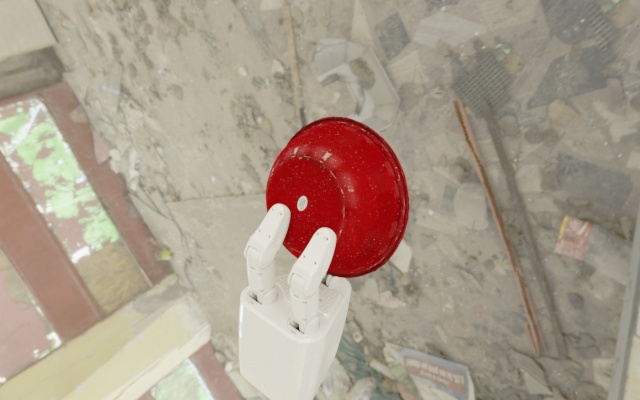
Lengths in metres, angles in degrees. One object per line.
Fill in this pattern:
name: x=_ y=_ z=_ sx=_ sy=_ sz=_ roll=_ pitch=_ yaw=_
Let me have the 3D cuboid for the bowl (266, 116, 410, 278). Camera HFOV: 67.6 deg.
bowl: x=0.000 y=0.000 z=0.455 sx=0.162 sy=0.162 sz=0.055 roll=0 pitch=7 yaw=37
